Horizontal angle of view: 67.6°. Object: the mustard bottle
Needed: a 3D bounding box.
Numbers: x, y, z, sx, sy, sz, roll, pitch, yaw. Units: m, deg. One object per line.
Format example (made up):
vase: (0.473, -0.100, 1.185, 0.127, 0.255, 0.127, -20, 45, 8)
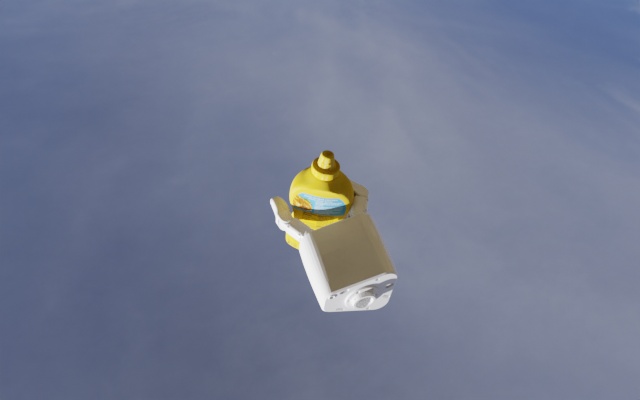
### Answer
mustard bottle: (0.000, 0.002, 0.731, 0.096, 0.058, 0.192, 10, -44, 2)
